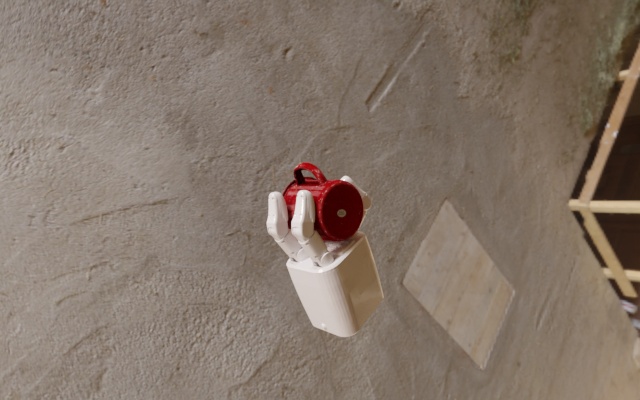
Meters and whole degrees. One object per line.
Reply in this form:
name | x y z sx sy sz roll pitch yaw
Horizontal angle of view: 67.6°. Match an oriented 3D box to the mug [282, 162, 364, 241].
mug | 0.000 0.001 0.648 0.093 0.117 0.081 -32 20 -34
